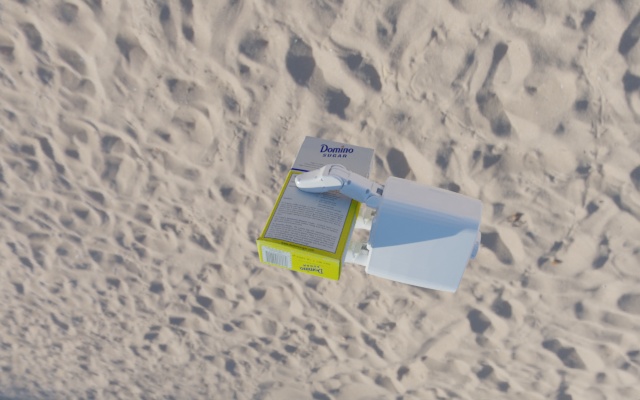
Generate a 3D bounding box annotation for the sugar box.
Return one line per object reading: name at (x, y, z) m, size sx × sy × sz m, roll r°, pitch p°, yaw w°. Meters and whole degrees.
sugar box at (0.000, 0.002, 0.559) m, size 0.093 × 0.048 × 0.176 m, roll 13°, pitch 47°, yaw 10°
